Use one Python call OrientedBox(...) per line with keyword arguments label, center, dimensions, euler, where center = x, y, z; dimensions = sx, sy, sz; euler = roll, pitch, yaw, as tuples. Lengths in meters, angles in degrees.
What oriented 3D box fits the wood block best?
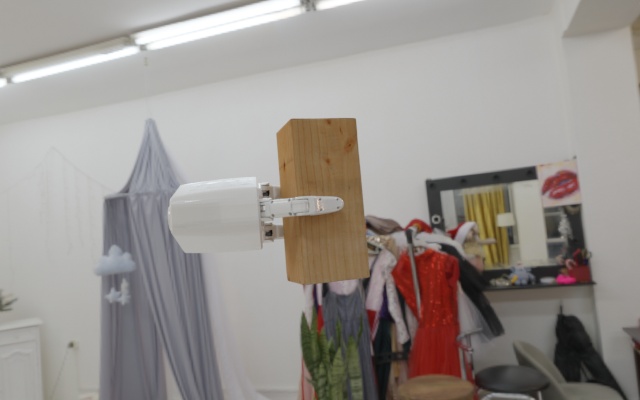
OrientedBox(label="wood block", center=(0.000, 0.002, 0.636), dimensions=(0.090, 0.206, 0.091), euler=(-4, -4, -18))
